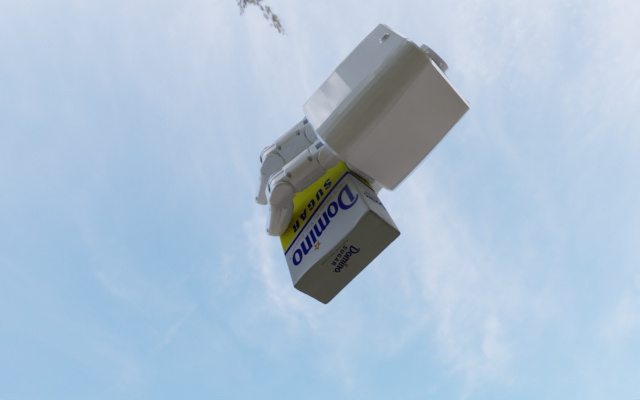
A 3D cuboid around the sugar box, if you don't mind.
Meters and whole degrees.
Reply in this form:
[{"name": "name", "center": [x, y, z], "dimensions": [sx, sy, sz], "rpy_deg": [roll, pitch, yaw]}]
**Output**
[{"name": "sugar box", "center": [0.000, 0.001, 0.450], "dimensions": [0.048, 0.093, 0.176], "rpy_deg": [35, 17, -30]}]
